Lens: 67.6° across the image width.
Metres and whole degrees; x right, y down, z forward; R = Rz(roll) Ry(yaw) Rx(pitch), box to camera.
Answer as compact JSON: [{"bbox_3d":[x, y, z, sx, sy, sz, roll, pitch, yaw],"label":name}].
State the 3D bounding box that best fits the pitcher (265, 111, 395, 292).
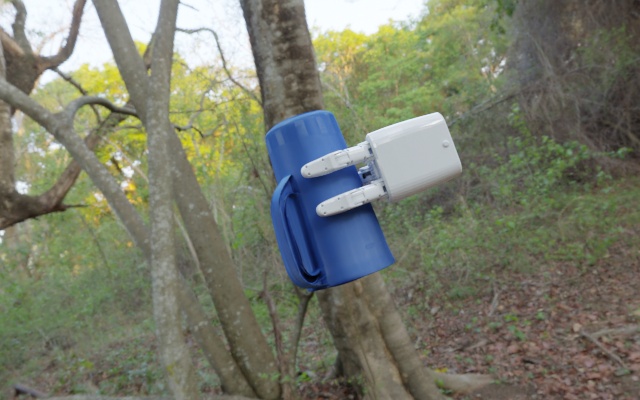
[{"bbox_3d":[0.000,0.002,0.683,0.145,0.243,0.149,-20,-4,-1],"label":"pitcher"}]
